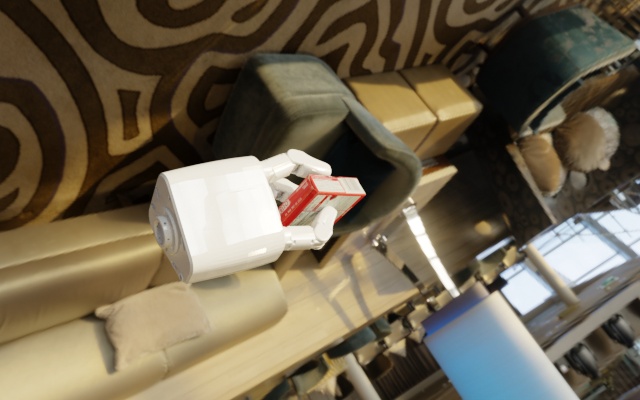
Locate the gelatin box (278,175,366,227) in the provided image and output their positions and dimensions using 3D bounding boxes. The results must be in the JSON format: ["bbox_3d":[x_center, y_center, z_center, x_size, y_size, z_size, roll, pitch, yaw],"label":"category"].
[{"bbox_3d":[0.001,0.002,0.592,0.089,0.030,0.073,1,-37,-45],"label":"gelatin box"}]
